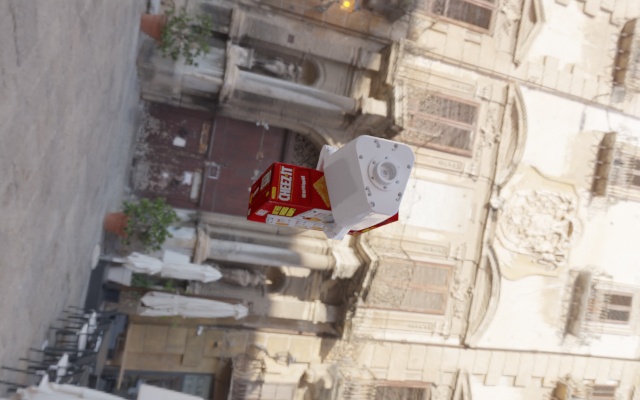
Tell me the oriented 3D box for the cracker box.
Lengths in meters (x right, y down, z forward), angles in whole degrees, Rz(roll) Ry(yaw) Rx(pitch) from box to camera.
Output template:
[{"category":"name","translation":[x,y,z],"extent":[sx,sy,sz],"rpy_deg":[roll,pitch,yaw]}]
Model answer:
[{"category":"cracker box","translation":[0.000,0.003,0.799],"extent":[0.214,0.072,0.164],"rpy_deg":[10,-16,-18]}]
